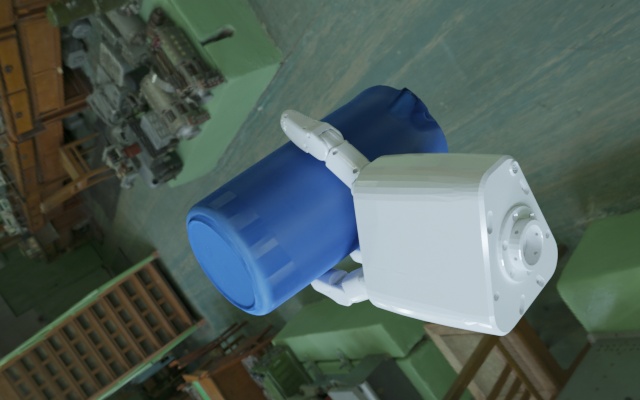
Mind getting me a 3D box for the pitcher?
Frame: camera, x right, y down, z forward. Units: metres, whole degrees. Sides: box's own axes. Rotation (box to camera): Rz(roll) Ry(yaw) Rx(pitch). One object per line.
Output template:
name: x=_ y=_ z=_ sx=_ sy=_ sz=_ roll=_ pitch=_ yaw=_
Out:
pitcher: x=0.000 y=0.001 z=0.460 sx=0.242 sy=0.149 sz=0.145 roll=-35 pitch=26 yaw=-33
